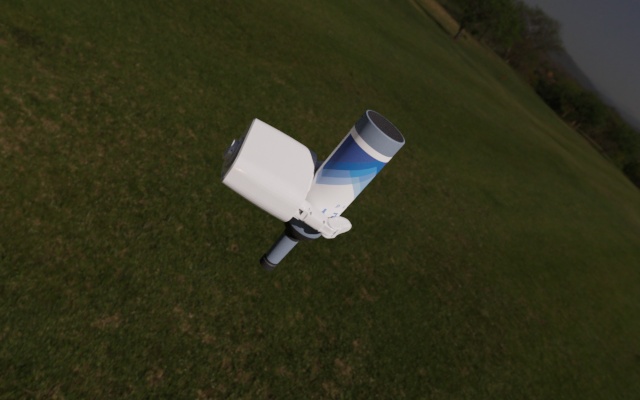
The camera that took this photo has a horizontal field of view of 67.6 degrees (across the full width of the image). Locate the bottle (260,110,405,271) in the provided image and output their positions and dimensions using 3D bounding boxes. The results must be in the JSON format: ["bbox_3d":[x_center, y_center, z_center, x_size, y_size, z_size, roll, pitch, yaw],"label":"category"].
[{"bbox_3d":[0.000,0.002,0.694,0.069,0.069,0.296,0,-43,-52],"label":"bottle"}]
